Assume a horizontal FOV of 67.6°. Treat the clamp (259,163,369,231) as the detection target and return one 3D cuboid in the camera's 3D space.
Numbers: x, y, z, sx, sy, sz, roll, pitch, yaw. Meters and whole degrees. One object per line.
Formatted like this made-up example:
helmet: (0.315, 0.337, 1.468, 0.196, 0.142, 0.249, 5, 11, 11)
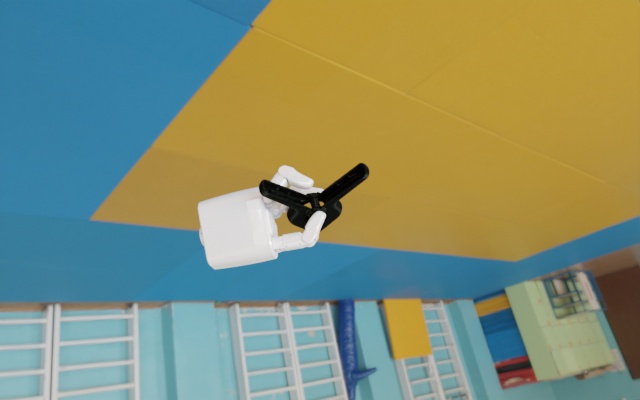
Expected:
clamp: (0.000, 0.004, 0.780, 0.164, 0.036, 0.210, -12, -24, 2)
